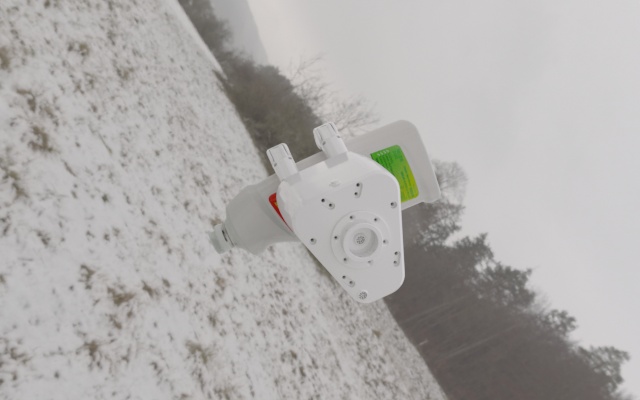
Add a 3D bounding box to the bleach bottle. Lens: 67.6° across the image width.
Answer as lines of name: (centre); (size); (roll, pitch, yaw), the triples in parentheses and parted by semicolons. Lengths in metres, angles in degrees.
bleach bottle: (0.000, 0.002, 0.534); (0.251, 0.102, 0.068); (-24, 16, -4)
